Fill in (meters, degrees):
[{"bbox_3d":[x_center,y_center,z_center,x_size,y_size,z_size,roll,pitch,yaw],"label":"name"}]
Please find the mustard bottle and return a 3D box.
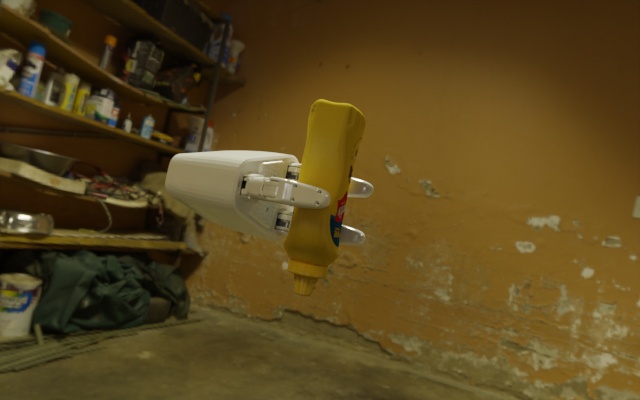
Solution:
[{"bbox_3d":[0.000,0.001,0.489,0.058,0.191,0.096,11,-4,7],"label":"mustard bottle"}]
